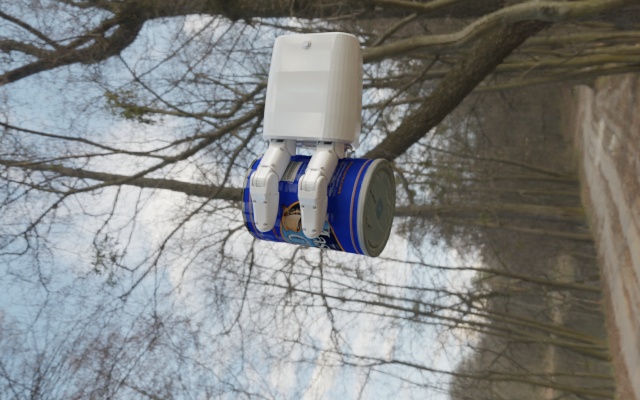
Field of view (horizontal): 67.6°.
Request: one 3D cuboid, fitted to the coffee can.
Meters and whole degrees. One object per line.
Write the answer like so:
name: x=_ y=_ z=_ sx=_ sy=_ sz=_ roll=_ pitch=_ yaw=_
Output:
coffee can: x=0.000 y=0.002 z=0.522 sx=0.140 sy=0.103 sz=0.103 roll=6 pitch=3 yaw=25
